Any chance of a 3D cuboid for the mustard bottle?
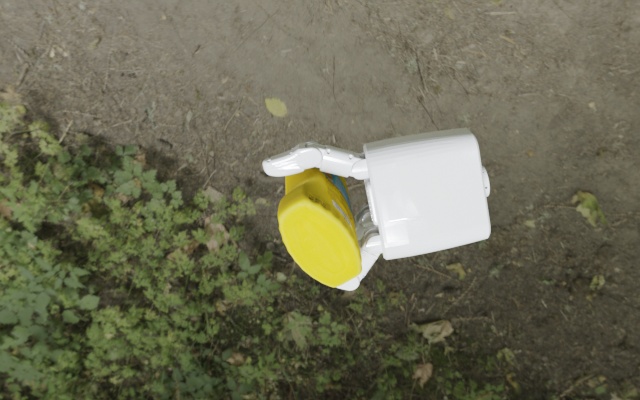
[{"bbox_3d":[0.000,0.002,0.506,0.058,0.096,0.191,-33,21,14],"label":"mustard bottle"}]
